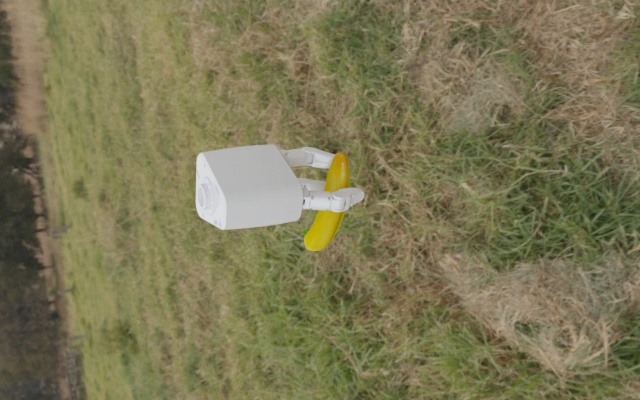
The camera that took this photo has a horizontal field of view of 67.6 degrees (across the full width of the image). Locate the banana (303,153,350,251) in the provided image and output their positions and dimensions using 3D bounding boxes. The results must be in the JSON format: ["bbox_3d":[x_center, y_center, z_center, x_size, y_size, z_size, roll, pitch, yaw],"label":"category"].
[{"bbox_3d":[0.006,0.019,0.705,0.037,0.069,0.198,-8,-35,-28],"label":"banana"}]
